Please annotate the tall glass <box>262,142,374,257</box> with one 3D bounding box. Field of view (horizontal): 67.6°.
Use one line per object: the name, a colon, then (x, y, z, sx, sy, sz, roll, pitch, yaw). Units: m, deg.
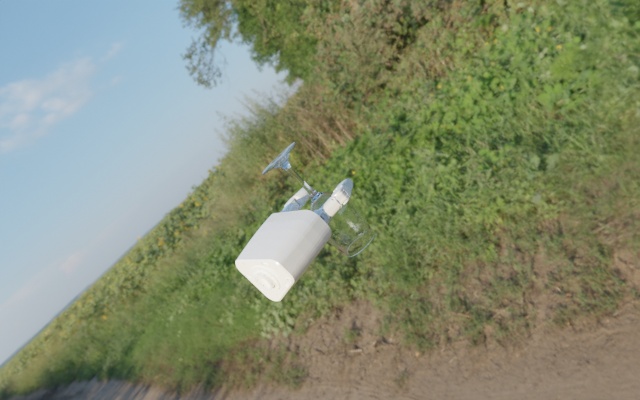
tall glass: (0.000, 0.002, 0.783, 0.079, 0.201, 0.079, -42, 11, 10)
